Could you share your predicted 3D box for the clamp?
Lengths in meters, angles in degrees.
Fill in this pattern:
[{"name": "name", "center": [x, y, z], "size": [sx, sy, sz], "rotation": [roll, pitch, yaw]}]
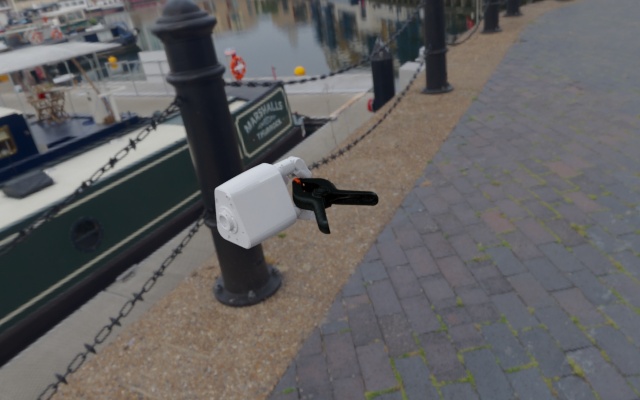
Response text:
[{"name": "clamp", "center": [0.000, 0.002, 0.819], "size": [0.171, 0.039, 0.120], "rotation": [17, 35, 41]}]
